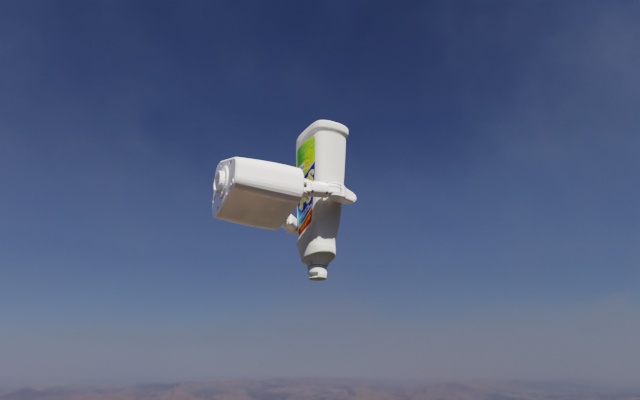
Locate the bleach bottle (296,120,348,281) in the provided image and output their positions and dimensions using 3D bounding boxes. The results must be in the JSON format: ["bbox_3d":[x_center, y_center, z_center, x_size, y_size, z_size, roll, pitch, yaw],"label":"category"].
[{"bbox_3d":[0.000,0.003,0.781,0.068,0.250,0.102,11,-23,-28],"label":"bleach bottle"}]
